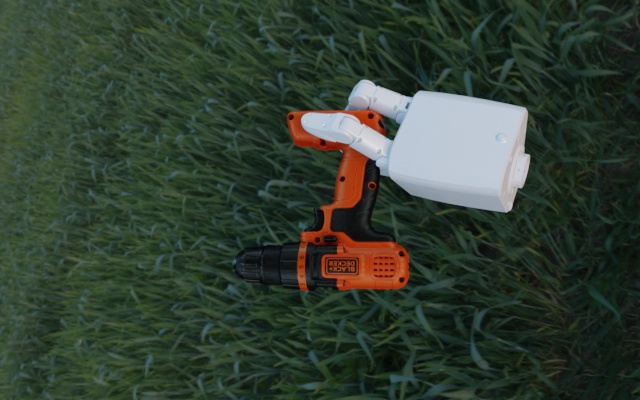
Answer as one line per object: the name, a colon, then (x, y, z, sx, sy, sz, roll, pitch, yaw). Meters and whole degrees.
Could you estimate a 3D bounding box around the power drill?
power drill: (0.000, 0.001, 0.507, 0.184, 0.187, 0.057, 0, -5, 7)
